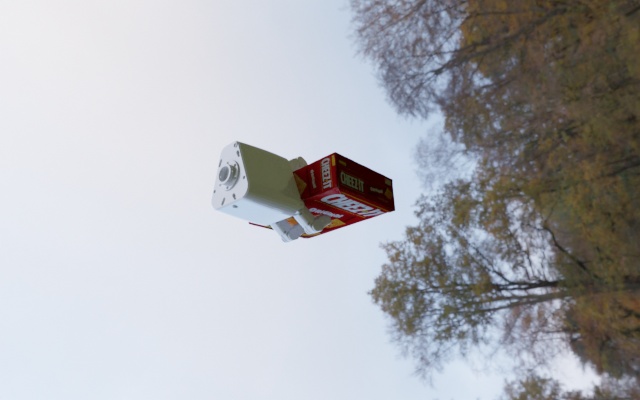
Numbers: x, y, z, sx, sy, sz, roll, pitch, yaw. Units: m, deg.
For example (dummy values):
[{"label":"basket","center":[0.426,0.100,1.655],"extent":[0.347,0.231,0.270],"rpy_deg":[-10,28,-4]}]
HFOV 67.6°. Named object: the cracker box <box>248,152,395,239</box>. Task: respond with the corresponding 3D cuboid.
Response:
[{"label":"cracker box","center":[0.000,0.003,0.856],"extent":[0.214,0.072,0.164],"rpy_deg":[-21,-27,37]}]
